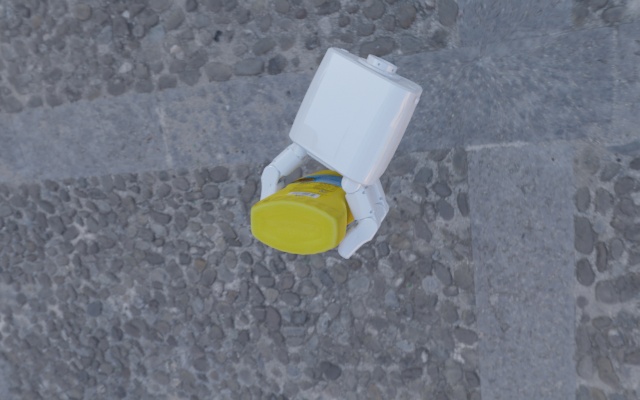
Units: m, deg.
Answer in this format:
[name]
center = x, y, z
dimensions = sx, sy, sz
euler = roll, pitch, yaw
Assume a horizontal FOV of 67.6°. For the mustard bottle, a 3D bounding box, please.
[mustard bottle]
center = 0.000, 0.002, 0.559
dimensions = 0.096, 0.058, 0.191
euler = 5, 17, 17
